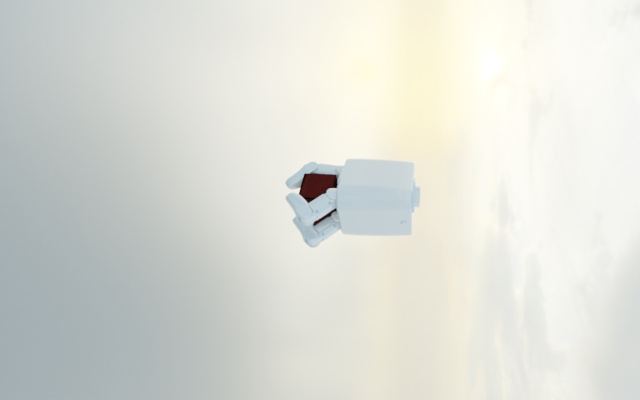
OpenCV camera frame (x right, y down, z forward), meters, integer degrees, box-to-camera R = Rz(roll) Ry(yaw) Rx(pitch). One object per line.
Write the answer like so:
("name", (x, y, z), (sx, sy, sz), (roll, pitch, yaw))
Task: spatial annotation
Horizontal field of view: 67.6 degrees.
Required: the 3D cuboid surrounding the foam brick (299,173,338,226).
("foam brick", (0.000, 0.003, 0.745), (0.051, 0.053, 0.078), (3, -38, 13))
